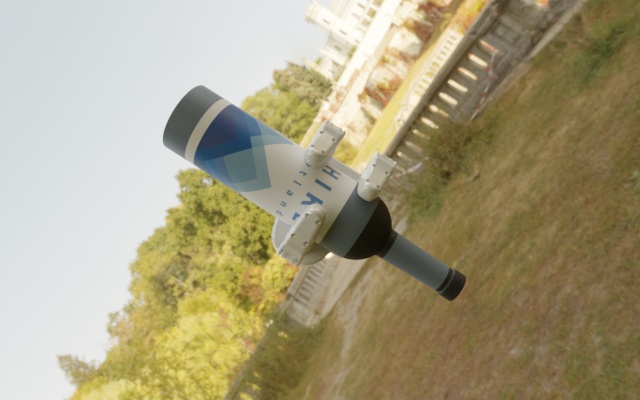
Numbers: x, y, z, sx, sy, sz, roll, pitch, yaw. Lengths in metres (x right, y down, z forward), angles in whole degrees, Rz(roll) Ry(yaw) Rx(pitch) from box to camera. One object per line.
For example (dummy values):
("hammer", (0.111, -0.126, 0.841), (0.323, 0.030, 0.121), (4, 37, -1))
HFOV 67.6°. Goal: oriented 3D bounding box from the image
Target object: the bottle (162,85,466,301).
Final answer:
("bottle", (0.000, 0.001, 0.435), (0.296, 0.069, 0.069), (32, 0, 1))
